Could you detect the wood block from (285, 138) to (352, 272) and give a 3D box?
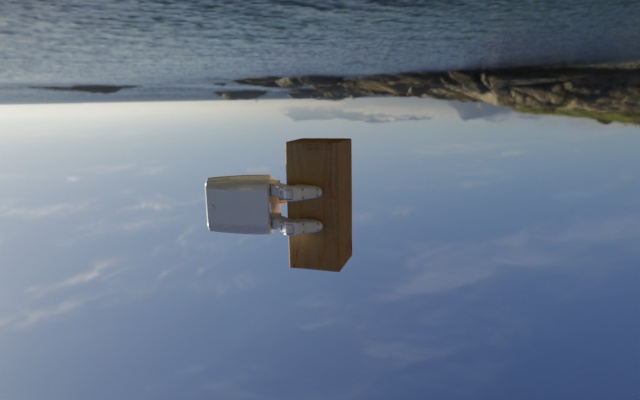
[{"bbox_3d":[0.000,0.003,0.793,0.090,0.206,0.091,3,13,16],"label":"wood block"}]
